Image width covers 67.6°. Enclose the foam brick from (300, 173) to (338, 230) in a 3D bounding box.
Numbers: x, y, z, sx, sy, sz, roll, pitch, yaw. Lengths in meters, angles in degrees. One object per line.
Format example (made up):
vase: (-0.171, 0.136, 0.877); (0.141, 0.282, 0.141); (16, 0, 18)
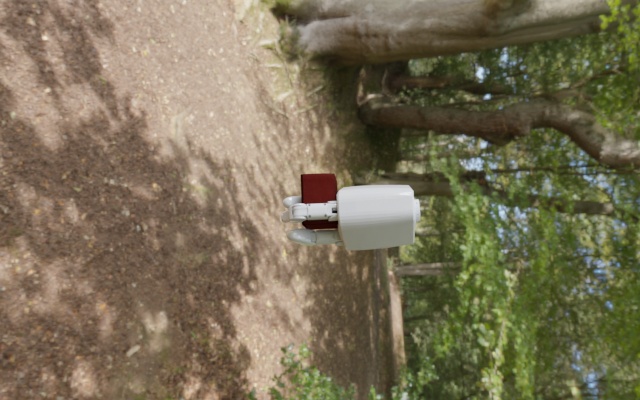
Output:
foam brick: (0.000, 0.002, 0.720); (0.051, 0.078, 0.053); (-4, -12, 7)
